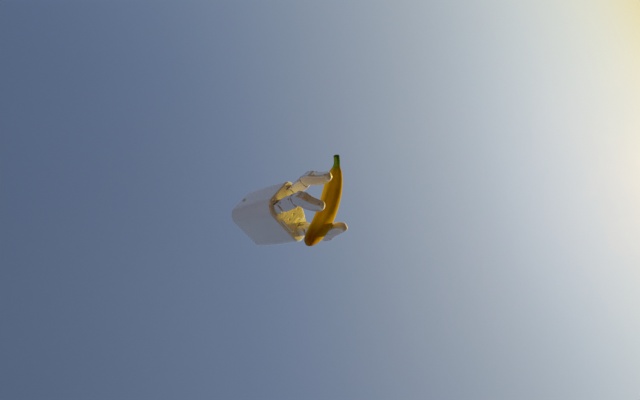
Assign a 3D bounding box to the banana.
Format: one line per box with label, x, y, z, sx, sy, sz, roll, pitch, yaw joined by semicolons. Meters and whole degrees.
banana;0.008;0.010;0.895;0.037;0.197;0.070;0;-34;26
